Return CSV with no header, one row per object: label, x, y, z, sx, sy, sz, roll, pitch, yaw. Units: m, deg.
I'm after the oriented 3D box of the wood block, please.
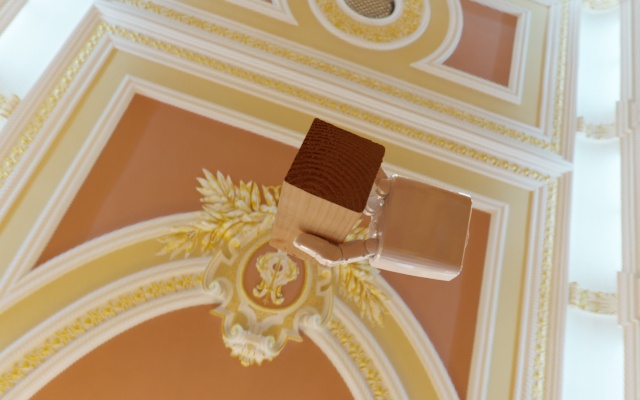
wood block,0.000,0.002,0.599,0.090,0.090,0.206,23,-26,0
